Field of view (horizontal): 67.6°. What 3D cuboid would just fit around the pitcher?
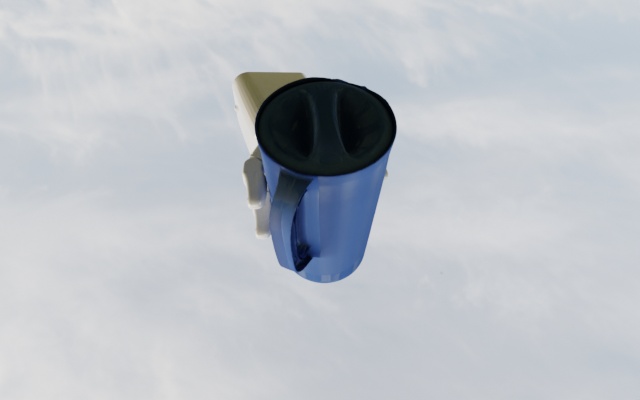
[{"bbox_3d":[0.000,0.002,0.533,0.149,0.145,0.243,-19,-34,-14],"label":"pitcher"}]
